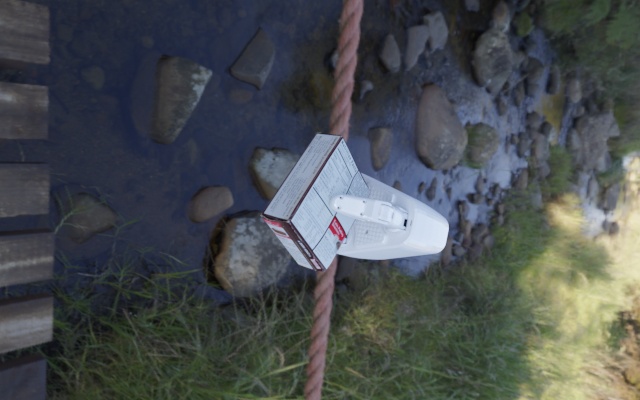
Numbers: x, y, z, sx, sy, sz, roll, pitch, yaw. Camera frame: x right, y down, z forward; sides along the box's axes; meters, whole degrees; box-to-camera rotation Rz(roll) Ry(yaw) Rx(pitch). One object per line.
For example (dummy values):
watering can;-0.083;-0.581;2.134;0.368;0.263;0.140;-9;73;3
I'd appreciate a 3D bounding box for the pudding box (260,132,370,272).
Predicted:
pudding box;0.000;0.002;0.483;0.039;0.113;0.090;8;-35;36
